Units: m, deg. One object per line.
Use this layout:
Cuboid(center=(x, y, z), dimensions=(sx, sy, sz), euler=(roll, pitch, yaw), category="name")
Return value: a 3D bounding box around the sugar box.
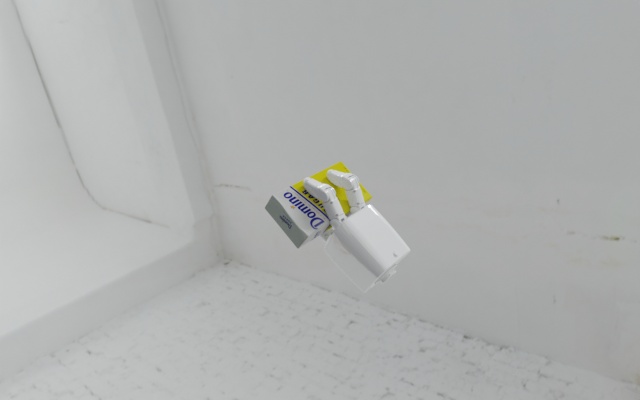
Cuboid(center=(0.001, 0.002, 0.826), dimensions=(0.176, 0.093, 0.048), euler=(-29, -17, -43), category="sugar box")
